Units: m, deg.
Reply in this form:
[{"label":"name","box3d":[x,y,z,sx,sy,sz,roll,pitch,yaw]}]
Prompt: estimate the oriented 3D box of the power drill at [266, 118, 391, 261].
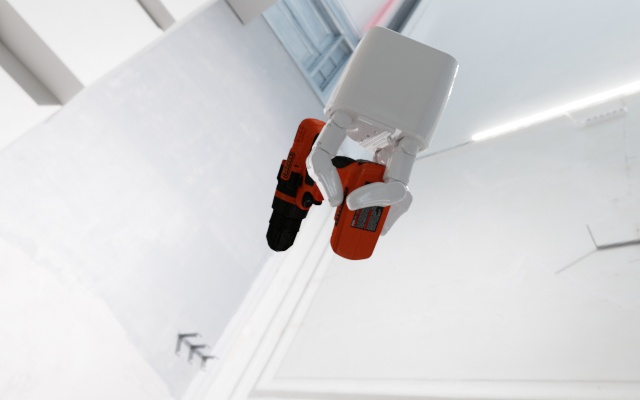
[{"label":"power drill","box3d":[0.000,0.002,0.574,0.057,0.184,0.187,11,12,-34]}]
